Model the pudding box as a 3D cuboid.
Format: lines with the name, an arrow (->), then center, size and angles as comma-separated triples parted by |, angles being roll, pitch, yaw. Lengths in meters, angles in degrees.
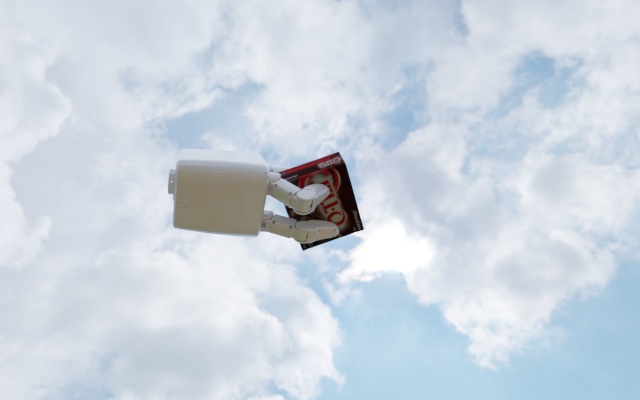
pudding box -> 0.000, 0.002, 0.627 | 0.090, 0.114, 0.039 | -19, 35, 0
